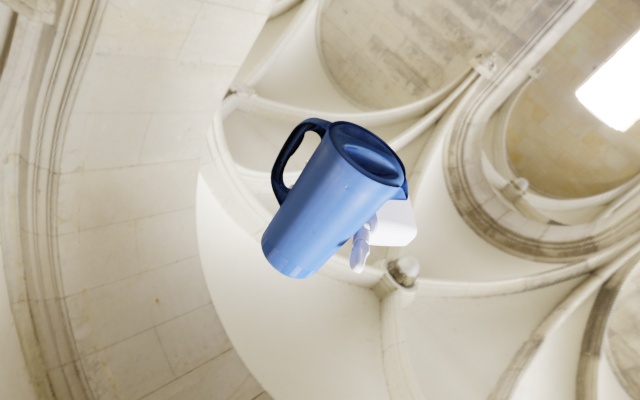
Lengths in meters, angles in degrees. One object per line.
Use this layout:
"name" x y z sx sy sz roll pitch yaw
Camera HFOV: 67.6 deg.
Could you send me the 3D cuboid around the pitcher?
"pitcher" 0.000 0.002 0.724 0.145 0.149 0.243 9 -48 -38
